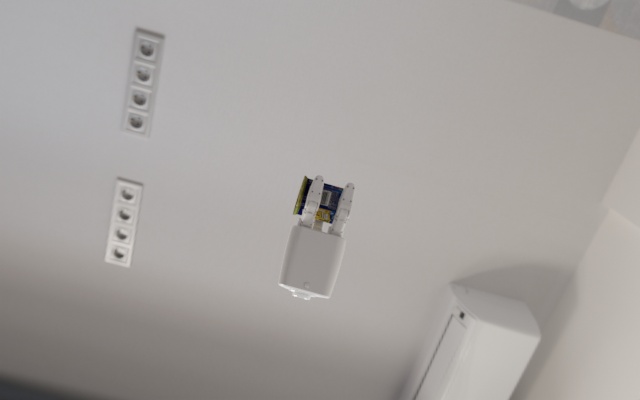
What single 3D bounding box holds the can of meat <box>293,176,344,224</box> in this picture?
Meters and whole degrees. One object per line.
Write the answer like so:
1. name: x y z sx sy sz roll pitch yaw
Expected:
1. can of meat: 0.000 0.003 0.861 0.084 0.057 0.102 16 -17 -4
